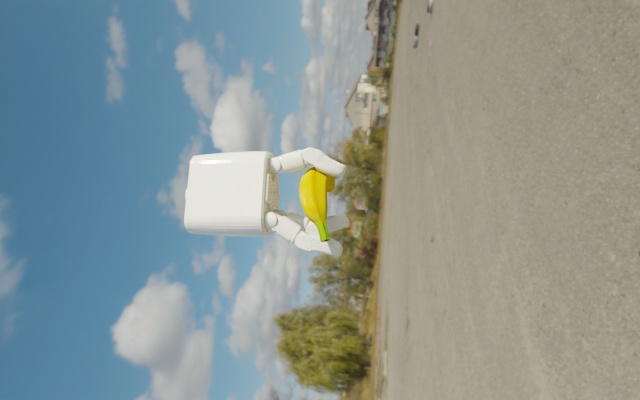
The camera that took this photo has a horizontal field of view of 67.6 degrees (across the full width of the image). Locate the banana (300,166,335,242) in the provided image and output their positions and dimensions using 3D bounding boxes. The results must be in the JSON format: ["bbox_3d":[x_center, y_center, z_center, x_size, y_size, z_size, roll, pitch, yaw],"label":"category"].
[{"bbox_3d":[-0.003,-0.014,0.655,0.037,0.070,0.197,-7,21,8],"label":"banana"}]
